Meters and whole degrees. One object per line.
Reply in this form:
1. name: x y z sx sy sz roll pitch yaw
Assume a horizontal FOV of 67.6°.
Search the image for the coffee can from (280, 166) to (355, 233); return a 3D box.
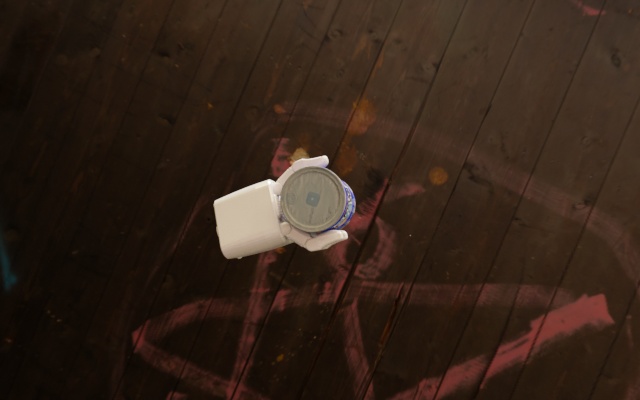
1. coffee can: 0.000 0.002 0.796 0.103 0.103 0.140 0 -4 11
